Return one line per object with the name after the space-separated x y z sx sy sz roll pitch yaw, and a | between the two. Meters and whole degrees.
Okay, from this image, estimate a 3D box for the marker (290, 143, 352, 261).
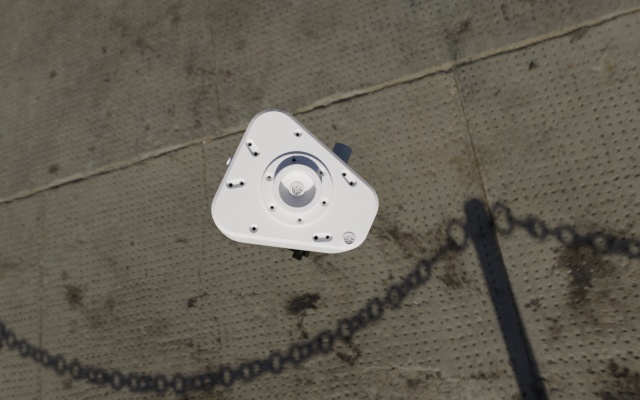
0.000 0.002 0.468 0.020 0.121 0.020 23 -6 3 | marker
